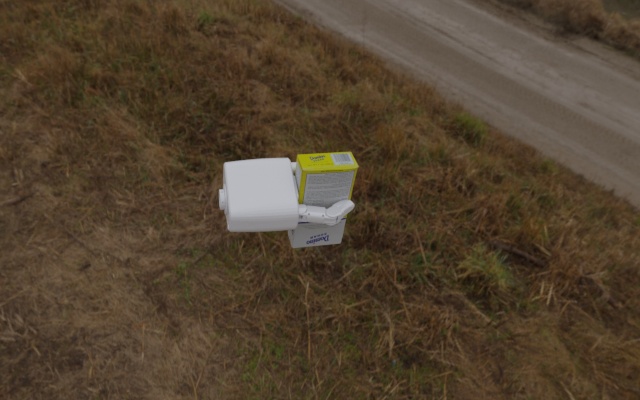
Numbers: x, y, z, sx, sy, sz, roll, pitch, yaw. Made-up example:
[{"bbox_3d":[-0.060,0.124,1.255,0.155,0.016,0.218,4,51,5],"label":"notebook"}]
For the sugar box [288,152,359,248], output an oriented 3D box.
[{"bbox_3d":[0.000,0.002,0.796,0.093,0.176,0.048,-4,46,-16],"label":"sugar box"}]
